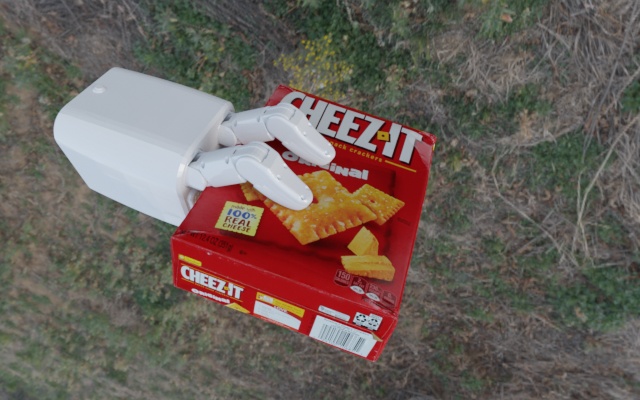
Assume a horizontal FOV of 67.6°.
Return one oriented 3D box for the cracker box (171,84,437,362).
[{"bbox_3d":[0.000,0.002,0.404,0.164,0.213,0.072,20,-43,4],"label":"cracker box"}]
